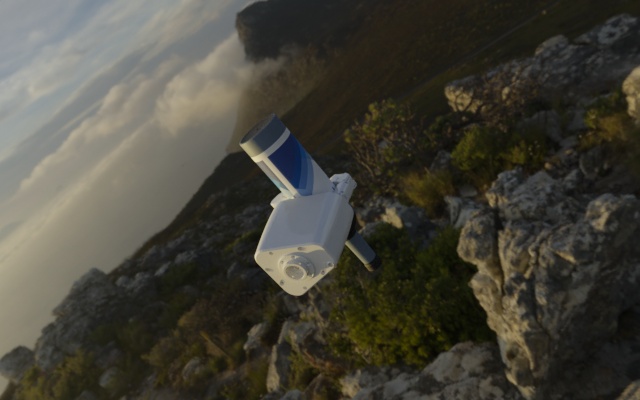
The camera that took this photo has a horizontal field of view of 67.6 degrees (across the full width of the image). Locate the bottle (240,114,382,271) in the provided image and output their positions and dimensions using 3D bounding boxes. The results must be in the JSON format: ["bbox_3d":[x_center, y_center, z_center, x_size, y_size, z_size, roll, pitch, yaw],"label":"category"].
[{"bbox_3d":[0.000,0.002,0.727,0.069,0.296,0.069,-34,23,16],"label":"bottle"}]
